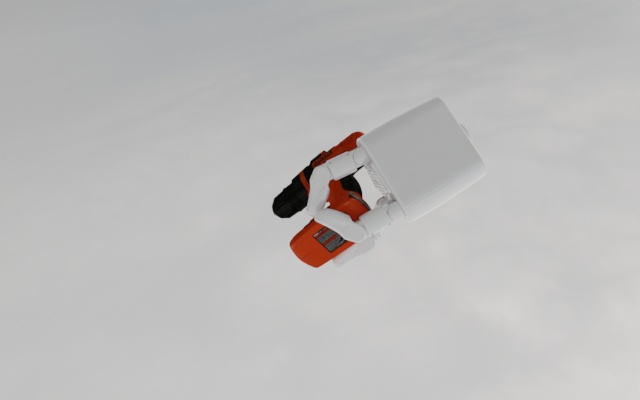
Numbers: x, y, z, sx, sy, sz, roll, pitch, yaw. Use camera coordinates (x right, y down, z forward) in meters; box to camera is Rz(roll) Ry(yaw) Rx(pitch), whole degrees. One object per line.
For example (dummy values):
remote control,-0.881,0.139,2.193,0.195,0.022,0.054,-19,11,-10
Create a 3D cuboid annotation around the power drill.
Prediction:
power drill,0.000,0.002,0.642,0.184,0.057,0.187,-39,26,21
